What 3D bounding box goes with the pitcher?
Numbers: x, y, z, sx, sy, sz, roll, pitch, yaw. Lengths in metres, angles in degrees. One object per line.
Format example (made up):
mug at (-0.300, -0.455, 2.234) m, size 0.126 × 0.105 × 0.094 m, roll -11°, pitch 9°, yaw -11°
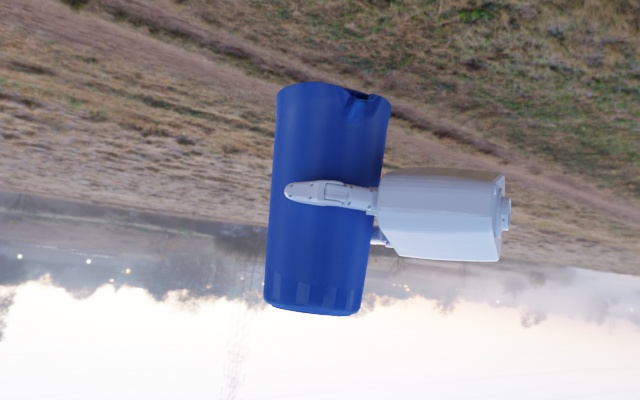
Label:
pitcher at (0.000, 0.002, 0.548) m, size 0.145 × 0.243 × 0.149 m, roll 3°, pitch -9°, yaw 25°
